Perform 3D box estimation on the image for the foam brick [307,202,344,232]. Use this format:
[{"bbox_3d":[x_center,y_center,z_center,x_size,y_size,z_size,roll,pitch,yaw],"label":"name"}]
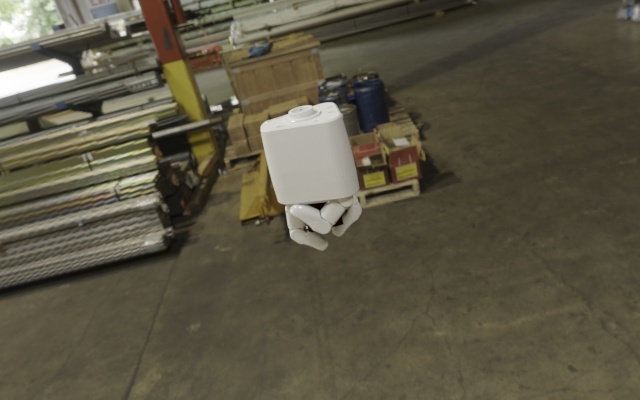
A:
[{"bbox_3d":[0.000,0.002,0.695,0.053,0.051,0.078,-14,25,0],"label":"foam brick"}]
